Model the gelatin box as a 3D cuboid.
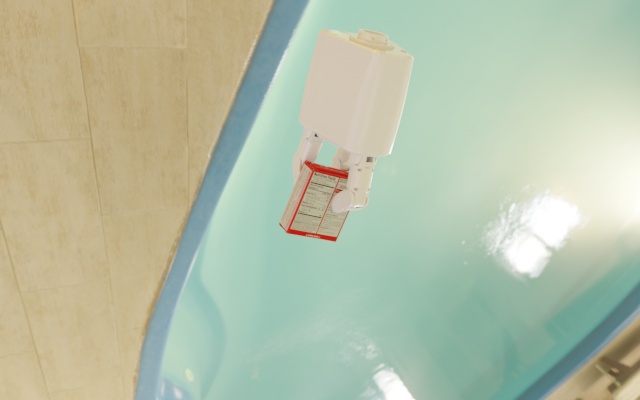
[{"bbox_3d":[0.000,0.002,0.580,0.073,0.089,0.030,12,19,-33],"label":"gelatin box"}]
